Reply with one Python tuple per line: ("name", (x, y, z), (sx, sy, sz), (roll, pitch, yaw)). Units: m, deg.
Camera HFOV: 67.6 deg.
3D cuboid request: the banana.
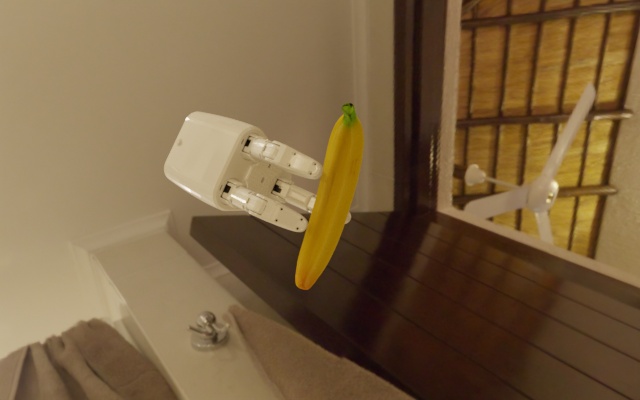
("banana", (0.010, -0.005, 0.492), (0.037, 0.198, 0.069), (21, 20, 23))
